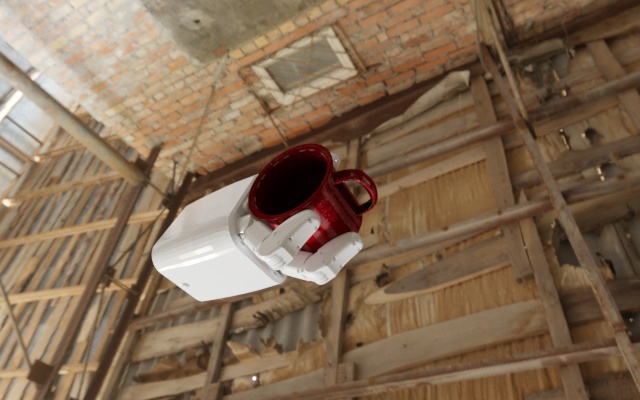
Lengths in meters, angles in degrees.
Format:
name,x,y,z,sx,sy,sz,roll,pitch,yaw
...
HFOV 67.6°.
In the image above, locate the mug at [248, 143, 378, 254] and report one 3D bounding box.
name,x,y,z,sx,sy,sz,roll,pitch,yaw
mug,0.001,0.001,0.466,0.117,0.093,0.081,-18,-47,24
